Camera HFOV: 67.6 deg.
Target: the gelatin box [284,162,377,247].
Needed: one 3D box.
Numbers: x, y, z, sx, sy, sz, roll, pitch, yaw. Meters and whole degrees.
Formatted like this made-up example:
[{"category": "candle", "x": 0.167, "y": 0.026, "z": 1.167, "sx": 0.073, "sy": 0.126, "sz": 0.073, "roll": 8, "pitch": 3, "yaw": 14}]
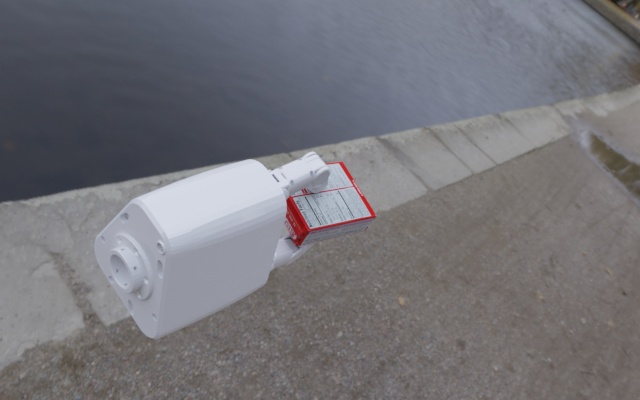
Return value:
[{"category": "gelatin box", "x": 0.001, "y": 0.001, "z": 0.469, "sx": 0.089, "sy": 0.073, "sz": 0.030, "roll": -11, "pitch": -31, "yaw": -36}]
